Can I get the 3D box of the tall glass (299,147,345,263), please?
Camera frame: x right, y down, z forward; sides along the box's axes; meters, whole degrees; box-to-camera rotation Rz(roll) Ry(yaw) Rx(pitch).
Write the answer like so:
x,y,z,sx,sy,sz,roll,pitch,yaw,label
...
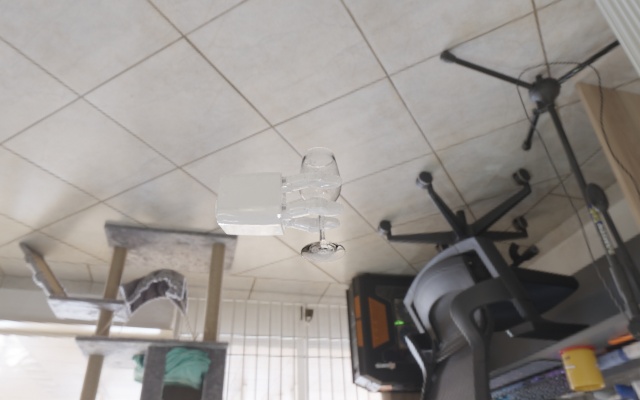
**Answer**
x,y,z,sx,sy,sz,roll,pitch,yaw,label
0.000,0.003,0.839,0.079,0.201,0.079,-2,-33,-1,tall glass
